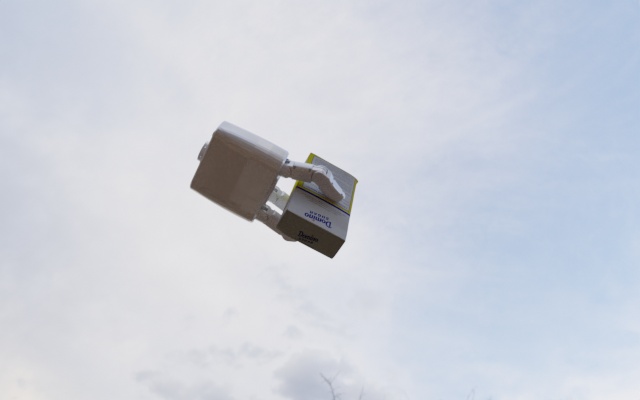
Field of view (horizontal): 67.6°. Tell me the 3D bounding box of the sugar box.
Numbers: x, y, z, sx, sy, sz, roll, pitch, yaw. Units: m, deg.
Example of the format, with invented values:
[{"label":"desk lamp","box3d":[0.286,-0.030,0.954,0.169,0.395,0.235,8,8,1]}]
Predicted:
[{"label":"sugar box","box3d":[0.000,0.003,0.714,0.093,0.048,0.176,29,35,-6]}]
